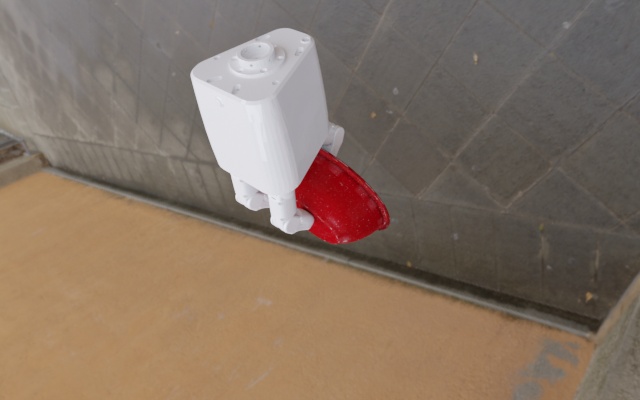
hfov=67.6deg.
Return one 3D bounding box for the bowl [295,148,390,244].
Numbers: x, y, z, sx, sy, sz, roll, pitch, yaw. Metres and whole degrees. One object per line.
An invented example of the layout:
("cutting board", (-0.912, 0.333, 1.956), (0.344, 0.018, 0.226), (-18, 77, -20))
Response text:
("bowl", (0.000, 0.003, 0.564), (0.162, 0.055, 0.162), (35, -16, 12))
